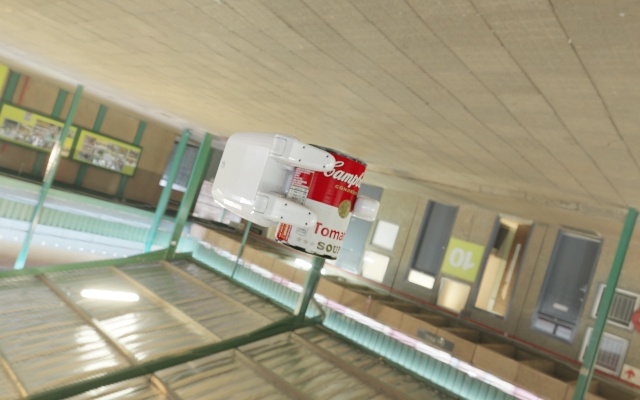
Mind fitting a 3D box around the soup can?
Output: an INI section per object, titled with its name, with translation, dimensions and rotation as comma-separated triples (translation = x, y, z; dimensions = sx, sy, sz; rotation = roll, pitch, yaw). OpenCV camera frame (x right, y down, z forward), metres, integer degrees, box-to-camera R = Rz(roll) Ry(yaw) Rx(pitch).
[soup can]
translation = 0.000, 0.002, 0.480
dimensions = 0.068, 0.102, 0.068
rotation = 18, -1, 0
